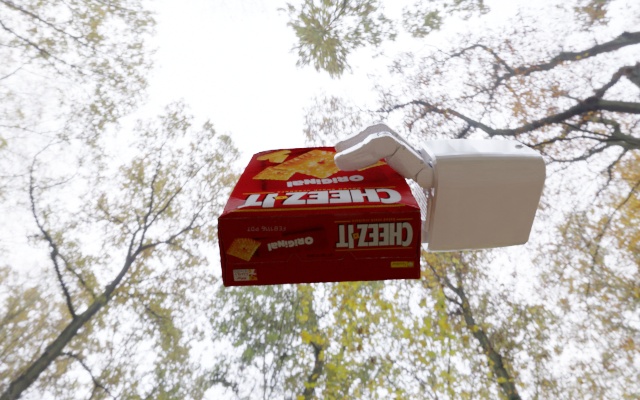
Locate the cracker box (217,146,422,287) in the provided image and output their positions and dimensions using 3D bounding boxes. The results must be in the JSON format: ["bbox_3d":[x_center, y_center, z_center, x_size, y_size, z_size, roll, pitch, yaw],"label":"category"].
[{"bbox_3d":[0.000,0.002,0.477,0.164,0.072,0.213,-3,19,1],"label":"cracker box"}]
